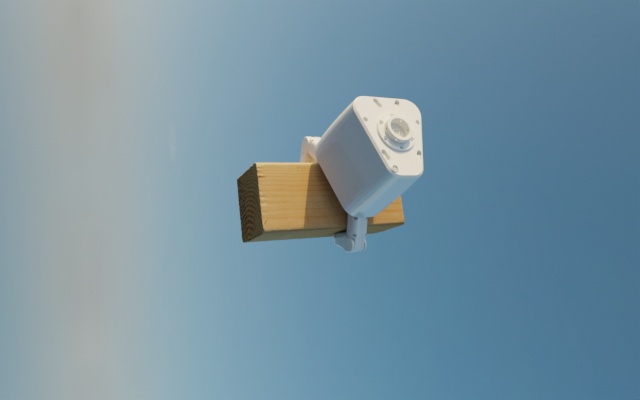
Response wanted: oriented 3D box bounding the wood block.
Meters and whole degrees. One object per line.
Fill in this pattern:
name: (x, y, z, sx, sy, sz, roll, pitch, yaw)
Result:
wood block: (0.000, 0.002, 0.654, 0.206, 0.091, 0.090, -2, -11, -26)
